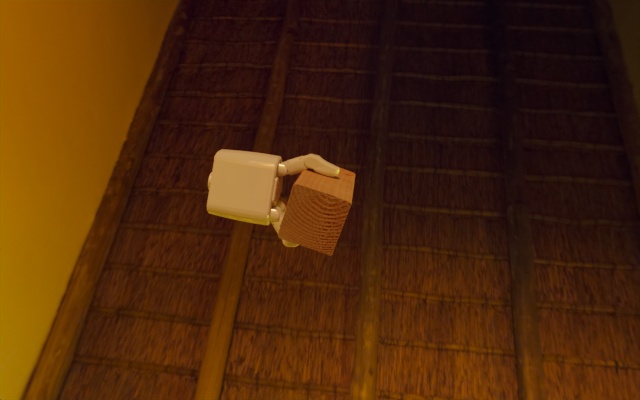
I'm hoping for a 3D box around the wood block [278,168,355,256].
[{"bbox_3d":[0.000,0.002,0.797,0.090,0.091,0.206,19,16,0],"label":"wood block"}]
